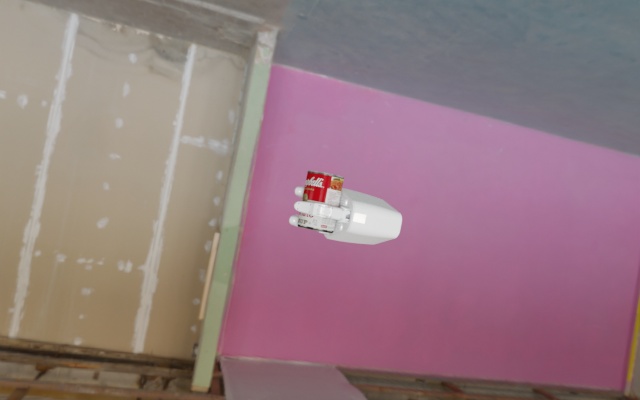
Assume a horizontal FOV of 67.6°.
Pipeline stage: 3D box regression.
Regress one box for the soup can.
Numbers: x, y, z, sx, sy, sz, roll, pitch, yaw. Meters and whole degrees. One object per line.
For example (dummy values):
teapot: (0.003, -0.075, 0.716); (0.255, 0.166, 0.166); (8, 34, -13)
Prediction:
soup can: (0.000, 0.003, 0.857); (0.068, 0.102, 0.068); (11, -1, 0)
